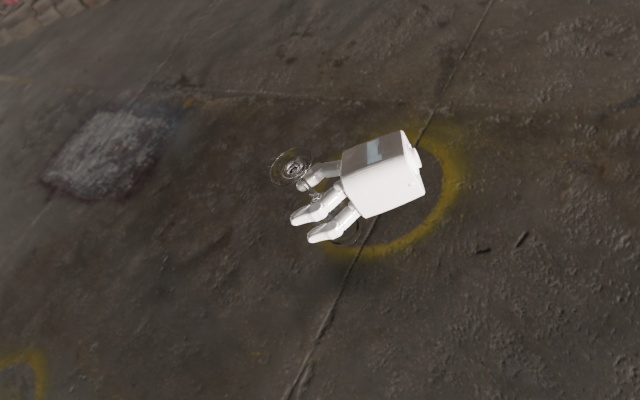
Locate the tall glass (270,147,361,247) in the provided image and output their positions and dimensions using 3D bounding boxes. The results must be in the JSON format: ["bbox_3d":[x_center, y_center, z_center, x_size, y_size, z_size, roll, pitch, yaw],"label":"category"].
[{"bbox_3d":[0.000,0.002,0.798,0.079,0.079,0.201,0,-34,33],"label":"tall glass"}]
